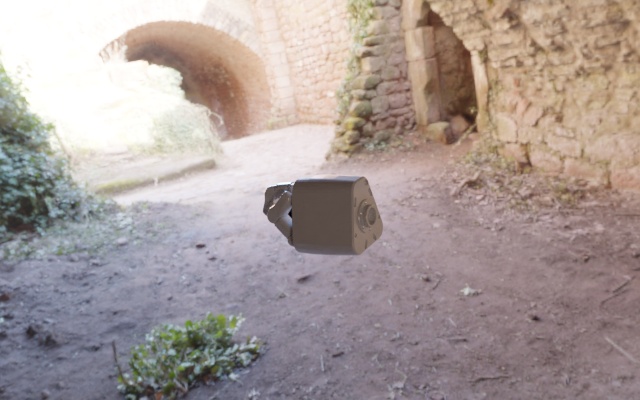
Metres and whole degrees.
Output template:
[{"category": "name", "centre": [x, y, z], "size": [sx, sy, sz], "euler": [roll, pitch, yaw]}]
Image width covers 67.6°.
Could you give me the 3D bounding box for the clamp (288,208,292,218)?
[{"category": "clamp", "centre": [0.000, 0.002, 0.811], "size": [0.120, 0.039, 0.171], "euler": [0, 20, 35]}]
